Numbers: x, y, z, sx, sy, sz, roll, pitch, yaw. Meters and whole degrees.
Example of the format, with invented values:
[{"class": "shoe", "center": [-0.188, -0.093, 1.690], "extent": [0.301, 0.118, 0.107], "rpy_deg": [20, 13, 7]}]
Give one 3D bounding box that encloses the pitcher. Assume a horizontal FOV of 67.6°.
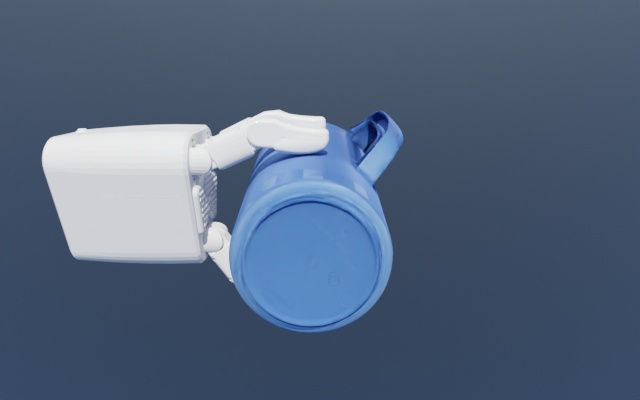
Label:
[{"class": "pitcher", "center": [0.000, 0.001, 0.417], "extent": [0.145, 0.149, 0.242], "rpy_deg": [2, 15, -1]}]
